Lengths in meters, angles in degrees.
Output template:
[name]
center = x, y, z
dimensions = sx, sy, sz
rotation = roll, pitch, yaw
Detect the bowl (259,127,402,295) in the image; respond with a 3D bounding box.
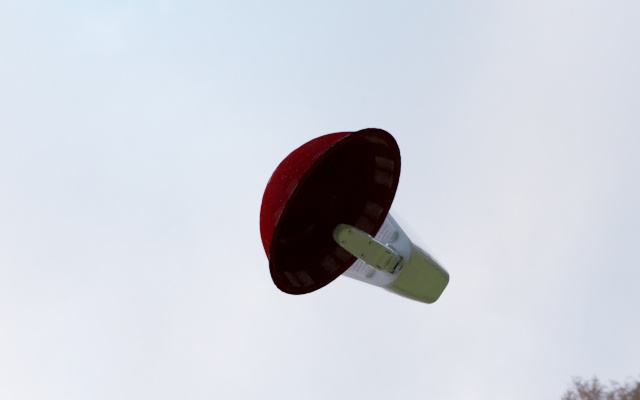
[bowl]
center = -0.001, 0.001, 0.418
dimensions = 0.055, 0.162, 0.162
rotation = 34, 19, 31
